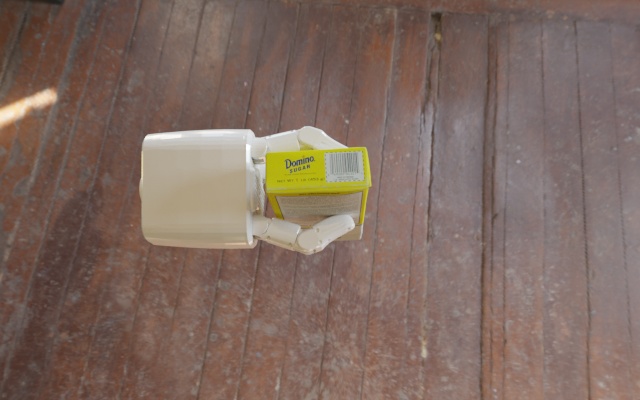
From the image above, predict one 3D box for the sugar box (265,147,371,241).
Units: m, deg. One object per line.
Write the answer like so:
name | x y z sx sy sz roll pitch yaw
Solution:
sugar box | 0.000 0.001 0.499 0.093 0.048 0.176 -2 -17 1
